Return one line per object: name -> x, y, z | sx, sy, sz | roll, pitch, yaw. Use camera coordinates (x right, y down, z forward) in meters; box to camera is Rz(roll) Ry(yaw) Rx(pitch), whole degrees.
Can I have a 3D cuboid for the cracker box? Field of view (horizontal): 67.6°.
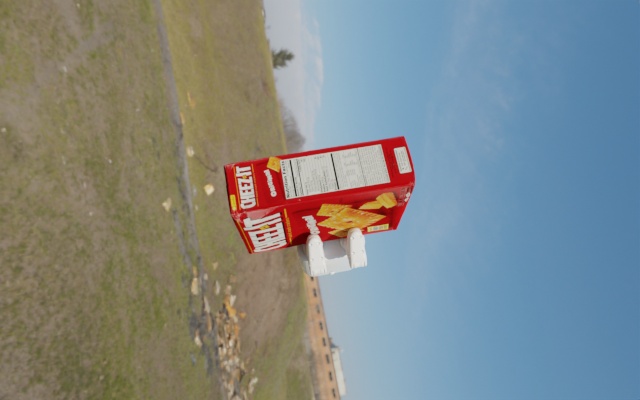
cracker box -> 0.000, 0.002, 0.607 | 0.213, 0.072, 0.164 | -10, -22, -4
